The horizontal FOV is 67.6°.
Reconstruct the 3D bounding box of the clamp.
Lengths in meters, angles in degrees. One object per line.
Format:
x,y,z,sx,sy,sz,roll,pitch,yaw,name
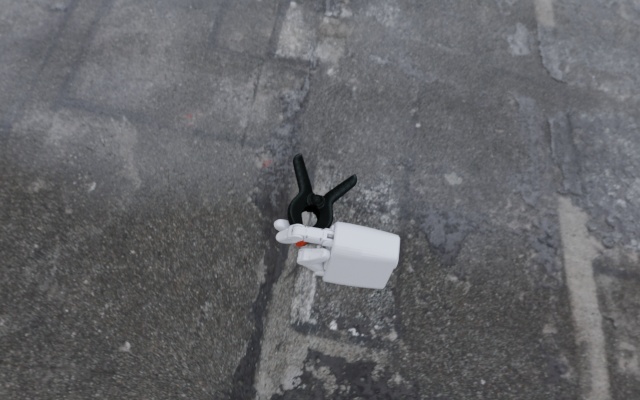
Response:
0.000,0.003,0.823,0.120,0.171,0.039,10,-26,-3,clamp
